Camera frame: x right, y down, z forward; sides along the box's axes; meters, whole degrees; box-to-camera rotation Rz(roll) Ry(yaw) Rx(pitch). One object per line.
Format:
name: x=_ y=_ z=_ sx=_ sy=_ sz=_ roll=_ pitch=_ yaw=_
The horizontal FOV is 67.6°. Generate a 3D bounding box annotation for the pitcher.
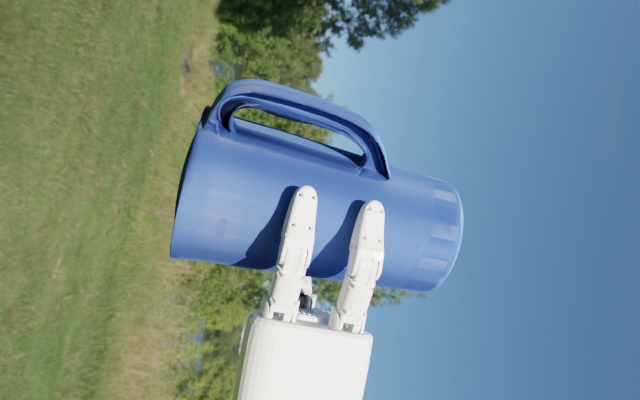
pitcher: x=0.000 y=0.002 z=0.423 sx=0.243 sy=0.145 sz=0.149 roll=13 pitch=-8 yaw=-12
